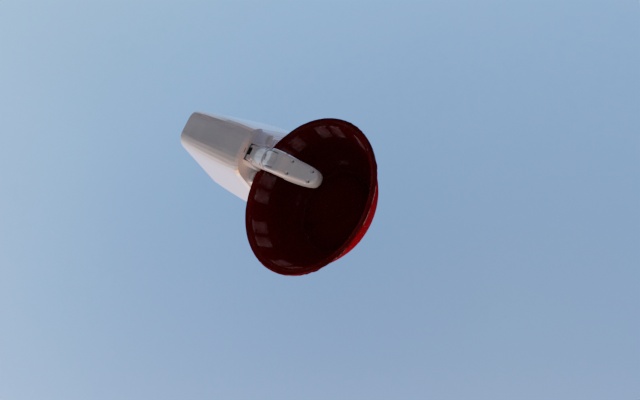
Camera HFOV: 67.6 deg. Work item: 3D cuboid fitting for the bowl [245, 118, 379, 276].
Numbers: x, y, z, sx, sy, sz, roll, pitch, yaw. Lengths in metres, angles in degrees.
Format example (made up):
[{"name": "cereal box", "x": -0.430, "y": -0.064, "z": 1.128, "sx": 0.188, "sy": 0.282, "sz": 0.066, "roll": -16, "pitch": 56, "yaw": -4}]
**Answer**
[{"name": "bowl", "x": 0.001, "y": 0.002, "z": 0.478, "sx": 0.162, "sy": 0.162, "sz": 0.055, "roll": 0, "pitch": -20, "yaw": 40}]
